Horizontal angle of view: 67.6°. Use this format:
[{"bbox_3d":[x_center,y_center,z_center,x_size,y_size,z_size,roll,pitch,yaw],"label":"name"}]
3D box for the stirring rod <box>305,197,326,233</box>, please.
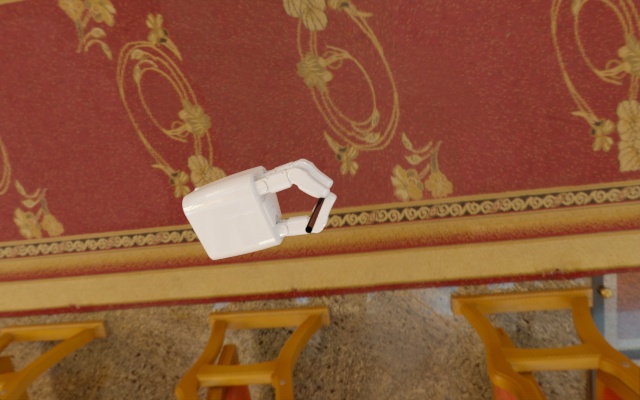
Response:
[{"bbox_3d":[0.000,0.002,0.619,0.011,0.011,0.239,0,14,6],"label":"stirring rod"}]
